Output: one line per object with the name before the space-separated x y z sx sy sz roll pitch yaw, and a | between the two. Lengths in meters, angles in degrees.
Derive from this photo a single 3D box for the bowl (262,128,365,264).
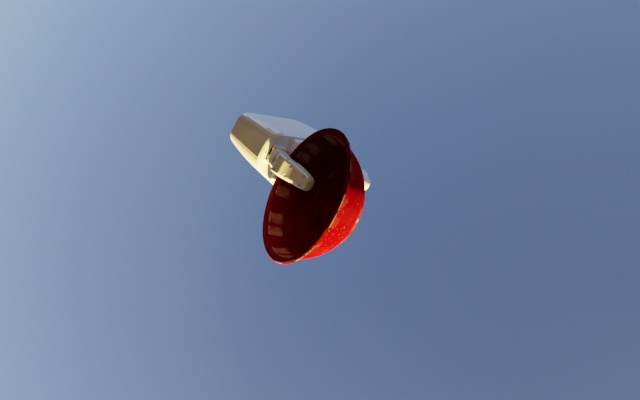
bowl | 0.001 0.003 0.542 0.055 0.162 0.162 25 -13 -30
